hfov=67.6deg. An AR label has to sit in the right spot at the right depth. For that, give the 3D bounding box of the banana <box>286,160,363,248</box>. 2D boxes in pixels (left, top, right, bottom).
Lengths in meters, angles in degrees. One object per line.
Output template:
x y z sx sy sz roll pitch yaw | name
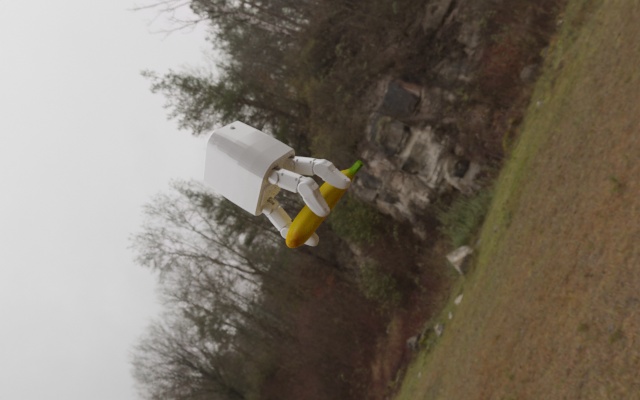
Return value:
-0.003 0.010 0.734 0.037 0.197 0.070 35 -34 5 | banana
